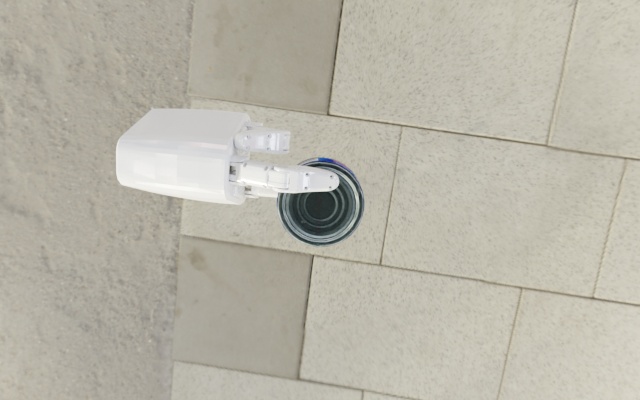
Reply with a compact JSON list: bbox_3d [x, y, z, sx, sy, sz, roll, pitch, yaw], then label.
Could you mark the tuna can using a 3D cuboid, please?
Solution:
[{"bbox_3d":[0.000,0.002,0.468,0.086,0.086,0.033,0,10,0],"label":"tuna can"}]
